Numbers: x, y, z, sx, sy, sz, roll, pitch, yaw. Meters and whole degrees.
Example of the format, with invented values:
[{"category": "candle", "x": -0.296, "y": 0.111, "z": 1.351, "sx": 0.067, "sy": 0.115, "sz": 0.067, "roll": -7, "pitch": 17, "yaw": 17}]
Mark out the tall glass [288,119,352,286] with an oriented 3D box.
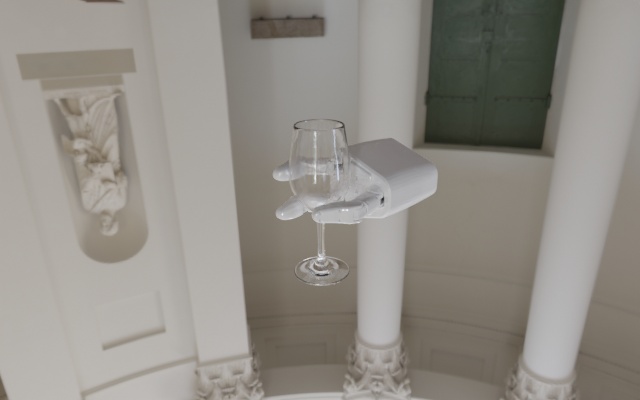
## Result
[{"category": "tall glass", "x": 0.000, "y": 0.003, "z": 0.605, "sx": 0.079, "sy": 0.201, "sz": 0.079, "roll": -1, "pitch": 22, "yaw": 0}]
